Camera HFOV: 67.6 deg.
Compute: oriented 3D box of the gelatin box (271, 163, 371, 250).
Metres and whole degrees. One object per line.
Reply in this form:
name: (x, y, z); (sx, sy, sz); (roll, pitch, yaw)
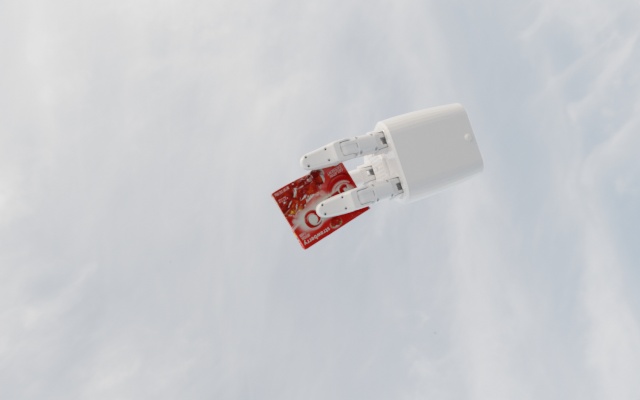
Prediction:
gelatin box: (0.000, 0.002, 0.540); (0.089, 0.073, 0.030); (-31, 0, -7)
